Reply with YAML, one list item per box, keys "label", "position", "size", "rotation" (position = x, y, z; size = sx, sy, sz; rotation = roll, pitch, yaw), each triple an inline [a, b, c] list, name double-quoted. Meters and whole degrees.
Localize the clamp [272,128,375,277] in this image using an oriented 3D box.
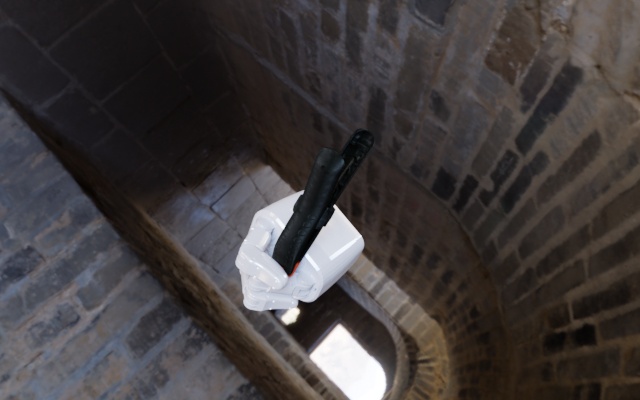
- label: "clamp"
  position: [0.000, 0.002, 0.481]
  size: [0.039, 0.171, 0.120]
  rotation: [39, 35, 12]
